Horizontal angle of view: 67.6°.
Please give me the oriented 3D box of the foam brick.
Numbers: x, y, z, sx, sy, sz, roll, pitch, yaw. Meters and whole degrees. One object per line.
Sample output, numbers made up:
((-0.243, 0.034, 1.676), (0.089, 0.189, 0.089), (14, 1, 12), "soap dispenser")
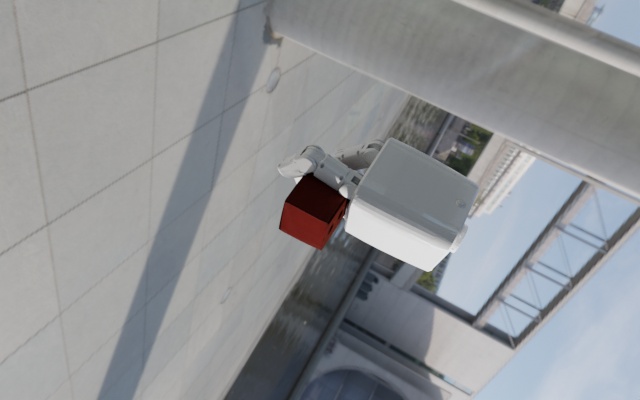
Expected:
((0.000, 0.002, 0.497), (0.051, 0.078, 0.053), (29, -36, 9), "foam brick")
